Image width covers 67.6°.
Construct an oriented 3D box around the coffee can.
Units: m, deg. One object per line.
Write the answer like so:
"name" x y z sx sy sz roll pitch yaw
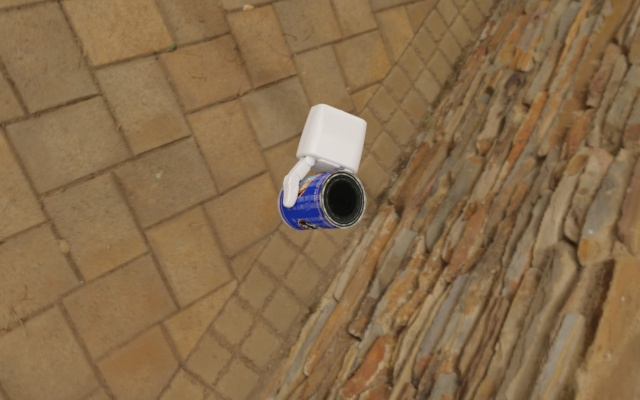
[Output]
"coffee can" 0.000 0.003 0.881 0.103 0.103 0.140 0 -4 -36
